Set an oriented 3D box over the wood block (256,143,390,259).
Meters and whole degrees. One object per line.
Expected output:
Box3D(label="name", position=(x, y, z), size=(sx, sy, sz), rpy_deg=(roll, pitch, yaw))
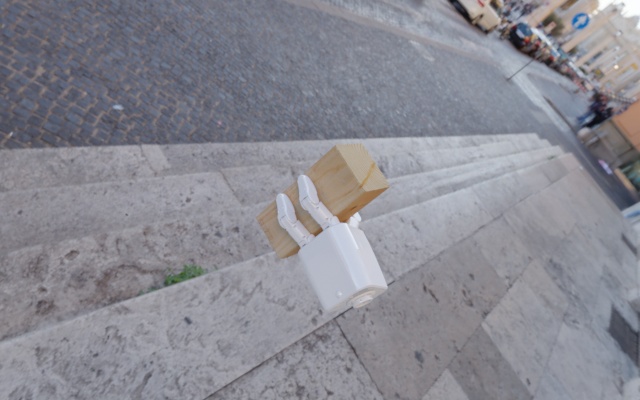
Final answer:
Box3D(label="wood block", position=(0.001, 0.003, 0.799), size=(0.206, 0.090, 0.091), rpy_deg=(-40, -15, 31))
